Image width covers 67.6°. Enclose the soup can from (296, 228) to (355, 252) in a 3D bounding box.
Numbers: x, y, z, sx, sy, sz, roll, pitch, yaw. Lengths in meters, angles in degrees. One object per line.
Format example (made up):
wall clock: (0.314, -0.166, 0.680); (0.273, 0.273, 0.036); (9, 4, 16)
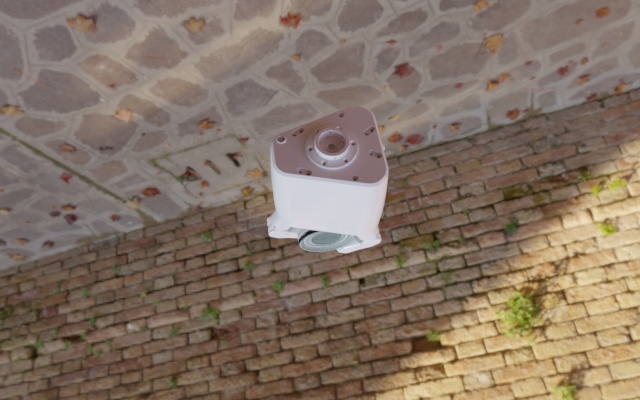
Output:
soup can: (0.000, 0.002, 0.571); (0.068, 0.102, 0.068); (-8, -27, -4)
